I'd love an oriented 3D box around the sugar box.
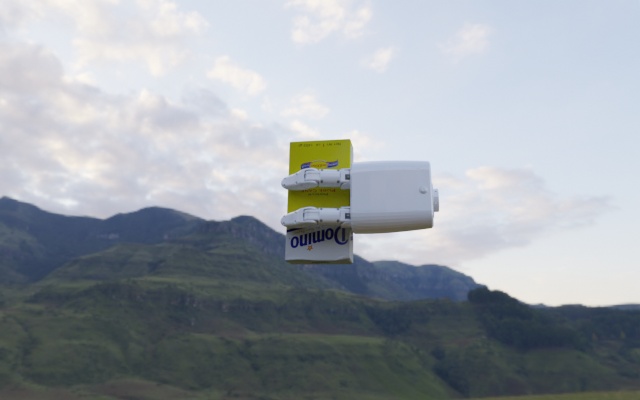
[{"bbox_3d":[0.000,0.002,0.685,0.093,0.176,0.048,-2,-17,11],"label":"sugar box"}]
